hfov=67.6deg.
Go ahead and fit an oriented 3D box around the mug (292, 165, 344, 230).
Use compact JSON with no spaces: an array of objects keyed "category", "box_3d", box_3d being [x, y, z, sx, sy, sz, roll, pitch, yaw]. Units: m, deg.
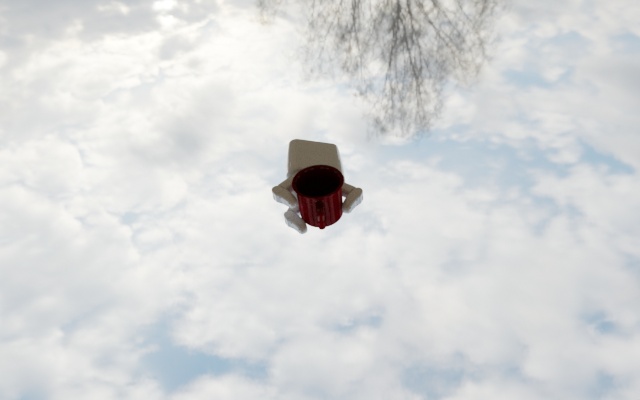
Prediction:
[{"category":"mug","box_3d":[0.000,0.004,0.860,0.093,0.082,0.117,-8,42,0]}]
